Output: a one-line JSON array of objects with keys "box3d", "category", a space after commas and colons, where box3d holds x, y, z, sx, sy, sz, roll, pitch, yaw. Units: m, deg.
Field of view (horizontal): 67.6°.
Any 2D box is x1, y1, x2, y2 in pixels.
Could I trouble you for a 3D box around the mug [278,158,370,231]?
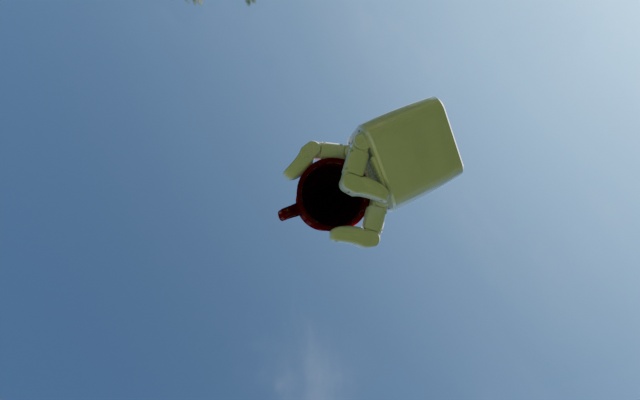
[{"box3d": [-0.001, 0.003, 0.627, 0.117, 0.093, 0.081, -23, -4, -11], "category": "mug"}]
